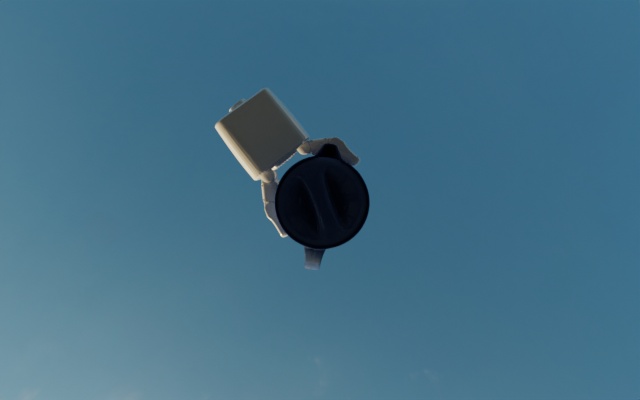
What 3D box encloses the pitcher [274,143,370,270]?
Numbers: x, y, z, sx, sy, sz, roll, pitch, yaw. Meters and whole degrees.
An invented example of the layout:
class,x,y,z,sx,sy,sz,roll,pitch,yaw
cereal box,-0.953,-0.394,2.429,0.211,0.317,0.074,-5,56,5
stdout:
class,x,y,z,sx,sy,sz,roll,pitch,yaw
pitcher,0.000,0.002,0.781,0.149,0.145,0.243,-38,4,4
